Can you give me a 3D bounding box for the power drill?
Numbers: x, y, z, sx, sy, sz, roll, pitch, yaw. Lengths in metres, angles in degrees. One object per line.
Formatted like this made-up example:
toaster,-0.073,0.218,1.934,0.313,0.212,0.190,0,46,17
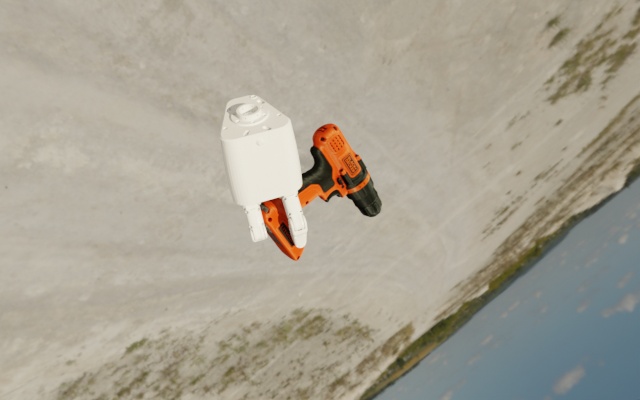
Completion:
power drill,0.000,0.003,0.744,0.187,0.184,0.057,-45,30,-16
